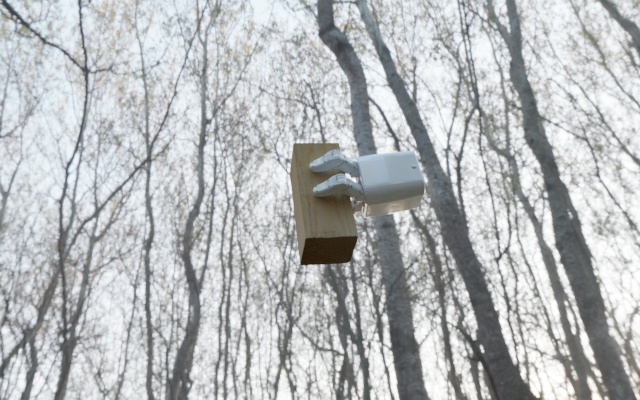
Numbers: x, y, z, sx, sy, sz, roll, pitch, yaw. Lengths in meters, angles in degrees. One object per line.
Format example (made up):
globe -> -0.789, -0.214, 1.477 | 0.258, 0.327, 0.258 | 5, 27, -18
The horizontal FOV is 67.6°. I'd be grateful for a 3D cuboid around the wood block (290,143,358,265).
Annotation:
wood block -> 0.000, 0.003, 0.854 | 0.090, 0.206, 0.091 | -2, -37, -10
